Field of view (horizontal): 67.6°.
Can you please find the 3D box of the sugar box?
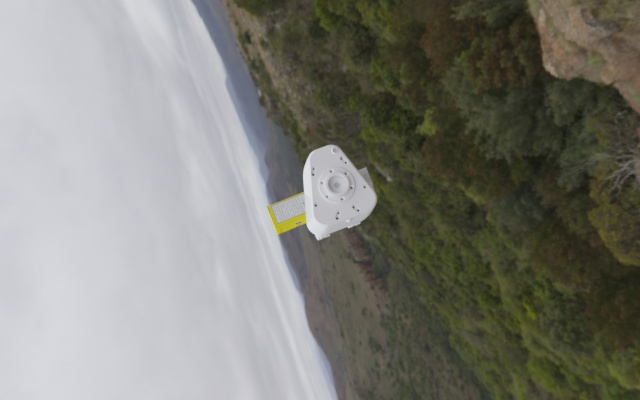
[{"bbox_3d":[0.000,0.003,0.807,0.176,0.048,0.093,-20,-8,-6],"label":"sugar box"}]
